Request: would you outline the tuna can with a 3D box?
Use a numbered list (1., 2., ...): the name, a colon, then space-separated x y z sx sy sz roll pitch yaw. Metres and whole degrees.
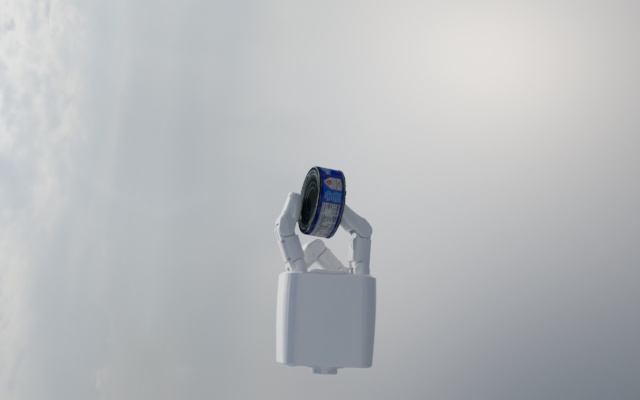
1. tuna can: 0.000 0.002 0.581 0.034 0.086 0.086 10 -3 -17
